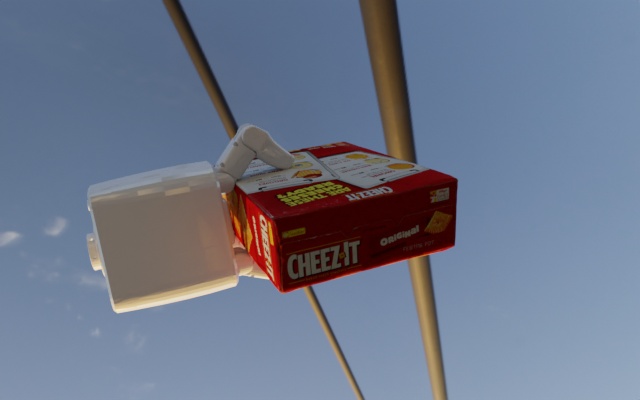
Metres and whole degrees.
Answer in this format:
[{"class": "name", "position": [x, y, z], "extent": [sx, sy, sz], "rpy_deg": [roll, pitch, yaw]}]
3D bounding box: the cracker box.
[{"class": "cracker box", "position": [0.000, 0.001, 0.465], "extent": [0.164, 0.072, 0.213], "rpy_deg": [-12, 19, -21]}]
